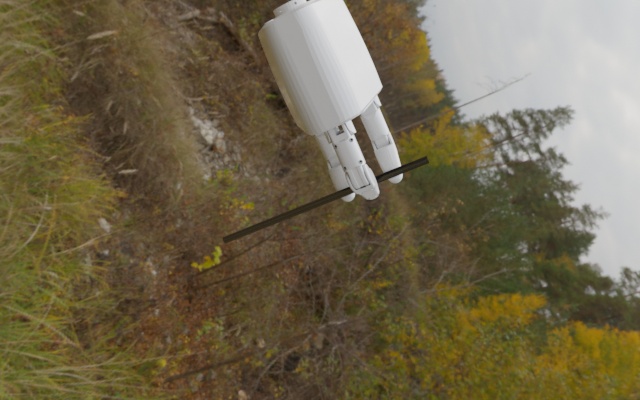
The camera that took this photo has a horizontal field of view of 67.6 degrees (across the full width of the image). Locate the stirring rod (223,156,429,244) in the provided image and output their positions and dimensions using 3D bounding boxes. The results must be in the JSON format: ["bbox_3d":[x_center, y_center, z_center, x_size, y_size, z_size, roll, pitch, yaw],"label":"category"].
[{"bbox_3d":[0.000,0.002,0.511,0.239,0.011,0.011,-22,-6,14],"label":"stirring rod"}]
